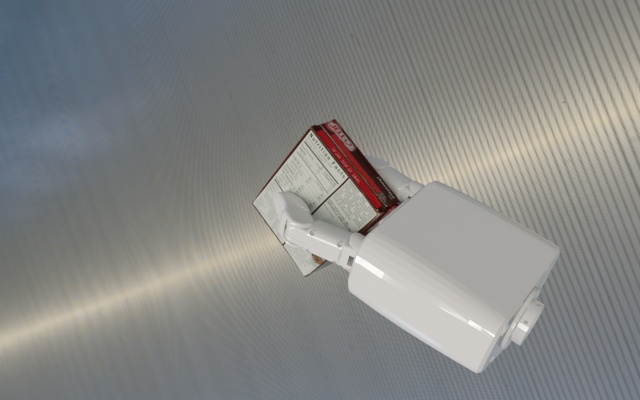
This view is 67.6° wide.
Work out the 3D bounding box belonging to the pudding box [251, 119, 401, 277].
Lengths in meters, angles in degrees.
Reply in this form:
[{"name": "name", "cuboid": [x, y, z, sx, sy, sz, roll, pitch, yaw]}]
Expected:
[{"name": "pudding box", "cuboid": [0.000, 0.001, 0.407, 0.039, 0.090, 0.113, -23, -17, -49]}]
